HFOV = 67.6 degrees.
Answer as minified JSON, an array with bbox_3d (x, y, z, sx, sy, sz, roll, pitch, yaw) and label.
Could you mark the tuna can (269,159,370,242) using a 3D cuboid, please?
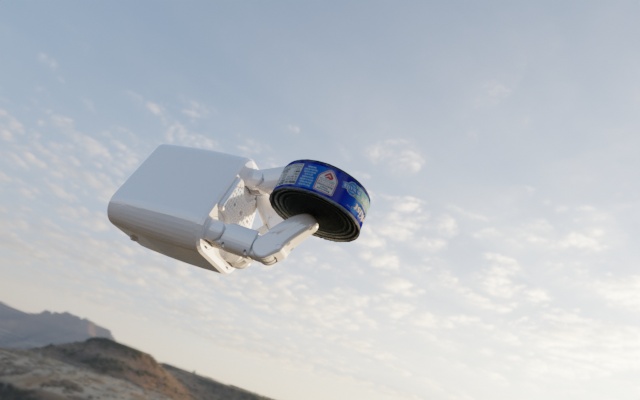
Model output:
[{"bbox_3d":[0.000,0.001,0.423,0.086,0.033,0.086,20,-25,10],"label":"tuna can"}]
